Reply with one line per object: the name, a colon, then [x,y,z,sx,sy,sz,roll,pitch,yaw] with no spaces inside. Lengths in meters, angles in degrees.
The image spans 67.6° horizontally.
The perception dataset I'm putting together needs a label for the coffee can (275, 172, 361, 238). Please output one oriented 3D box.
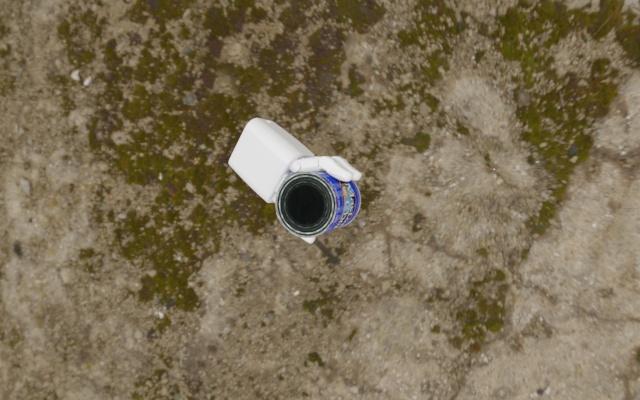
coffee can: [0.000,0.003,0.799,0.103,0.103,0.140,0,4,20]
